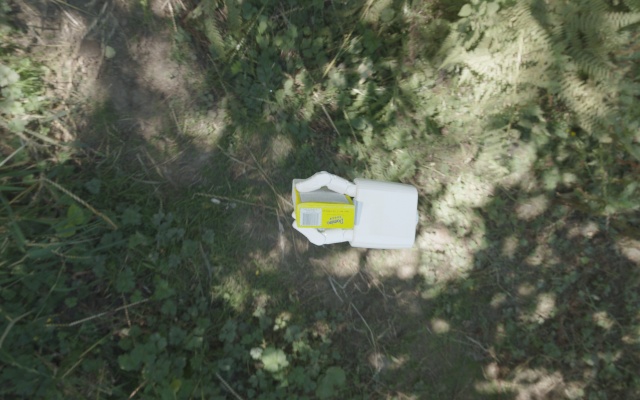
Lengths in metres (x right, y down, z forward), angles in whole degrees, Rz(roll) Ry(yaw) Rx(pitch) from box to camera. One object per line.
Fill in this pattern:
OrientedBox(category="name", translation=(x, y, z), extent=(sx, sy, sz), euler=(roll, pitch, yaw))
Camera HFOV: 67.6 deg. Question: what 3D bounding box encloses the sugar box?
OrientedBox(category="sugar box", translation=(0.000, 0.003, 0.828), extent=(0.093, 0.048, 0.176), euler=(2, 13, -6))
